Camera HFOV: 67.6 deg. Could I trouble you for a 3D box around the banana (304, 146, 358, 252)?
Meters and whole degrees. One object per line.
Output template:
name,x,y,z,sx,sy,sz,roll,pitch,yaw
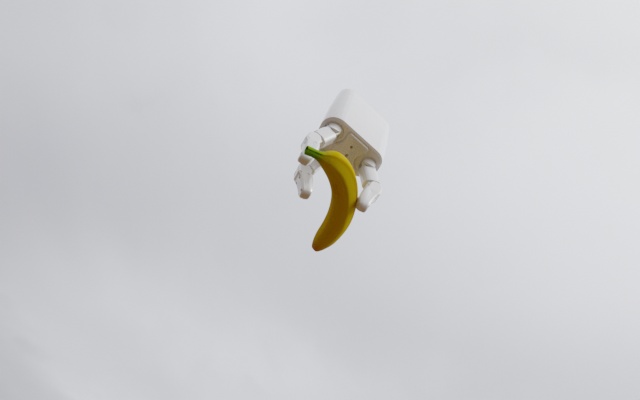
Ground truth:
banana,0.018,0.001,0.677,0.069,0.198,0.037,5,41,9
